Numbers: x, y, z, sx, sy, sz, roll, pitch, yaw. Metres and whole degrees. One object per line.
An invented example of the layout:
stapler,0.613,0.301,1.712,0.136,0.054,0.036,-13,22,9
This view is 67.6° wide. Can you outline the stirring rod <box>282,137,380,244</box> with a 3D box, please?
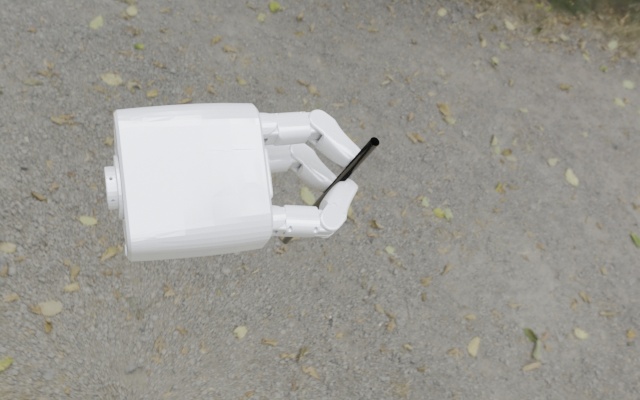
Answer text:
stirring rod,0.000,0.002,0.472,0.011,0.011,0.240,0,-23,-22
